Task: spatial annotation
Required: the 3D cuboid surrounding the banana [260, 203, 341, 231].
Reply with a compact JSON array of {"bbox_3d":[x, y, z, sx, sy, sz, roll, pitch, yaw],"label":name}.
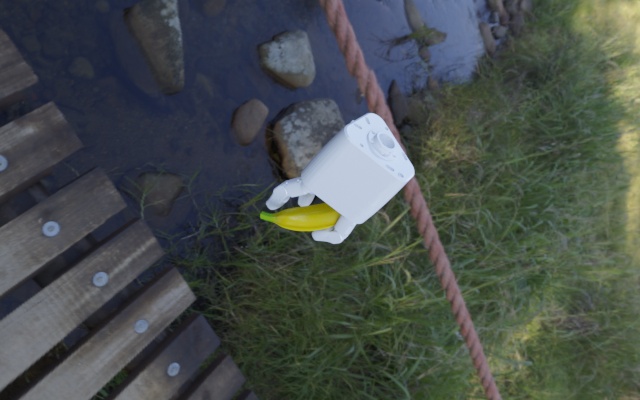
[{"bbox_3d":[0.009,0.013,0.728,0.198,0.037,0.069,-11,39,-39],"label":"banana"}]
